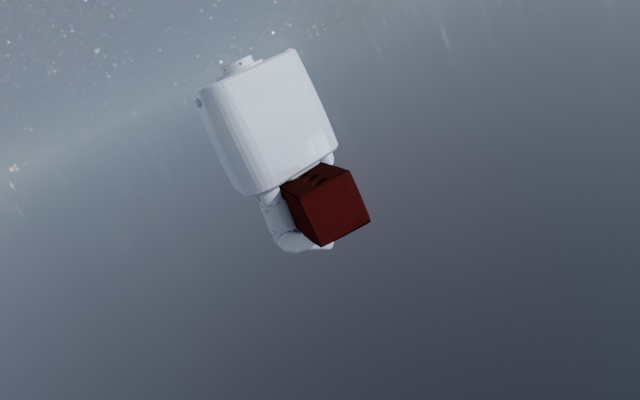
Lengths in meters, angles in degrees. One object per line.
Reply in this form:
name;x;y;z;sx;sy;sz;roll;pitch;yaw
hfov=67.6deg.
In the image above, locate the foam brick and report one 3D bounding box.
foam brick;0.000;0.002;0.441;0.053;0.051;0.078;-28;18;-14
